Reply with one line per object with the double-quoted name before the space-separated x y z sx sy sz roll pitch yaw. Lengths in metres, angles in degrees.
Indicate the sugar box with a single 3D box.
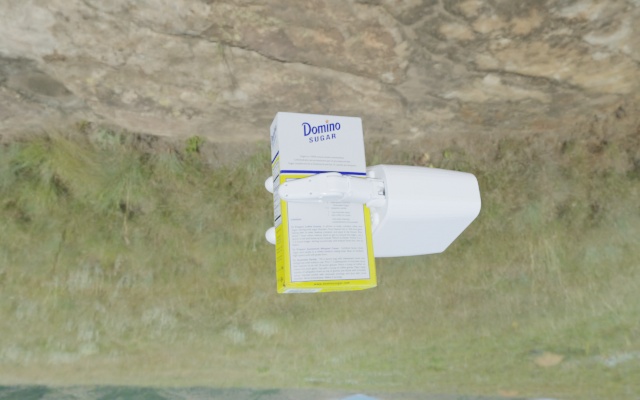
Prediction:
"sugar box" 0.000 0.002 0.482 0.093 0.176 0.048 2 -18 -17
